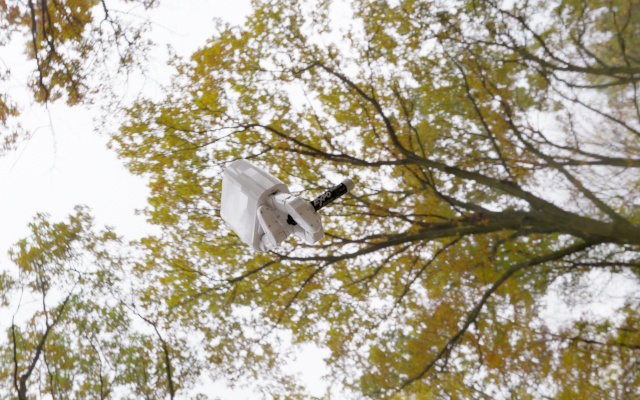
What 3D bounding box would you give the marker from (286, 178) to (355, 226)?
[{"bbox_3d":[0.000,0.002,0.694,0.121,0.020,0.020,-32,16,-28],"label":"marker"}]
